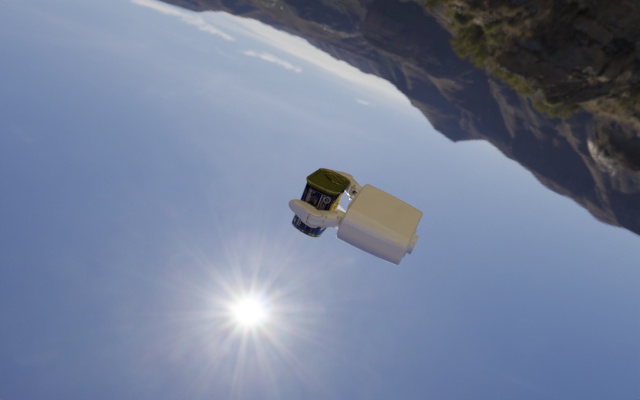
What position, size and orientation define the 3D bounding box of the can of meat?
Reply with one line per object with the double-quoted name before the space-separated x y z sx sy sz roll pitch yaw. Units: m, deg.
"can of meat" 0.000 0.003 0.772 0.057 0.084 0.102 25 21 9
